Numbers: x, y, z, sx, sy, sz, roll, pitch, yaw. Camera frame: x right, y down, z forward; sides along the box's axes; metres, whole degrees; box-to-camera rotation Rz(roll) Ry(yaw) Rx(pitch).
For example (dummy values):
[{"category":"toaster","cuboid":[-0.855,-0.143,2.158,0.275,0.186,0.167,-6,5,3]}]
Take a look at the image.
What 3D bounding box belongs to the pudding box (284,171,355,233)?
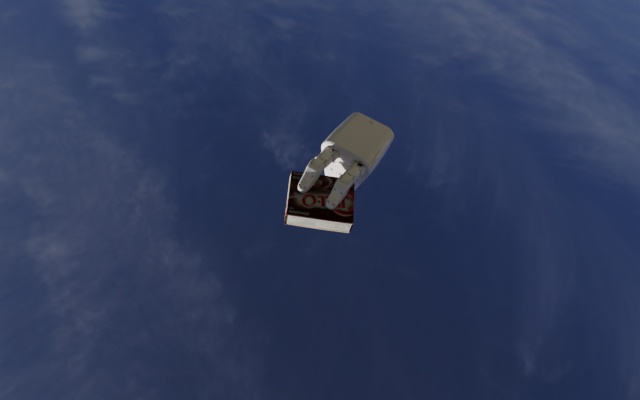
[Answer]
[{"category":"pudding box","cuboid":[0.000,0.003,0.798,0.113,0.090,0.039,6,-36,-3]}]
